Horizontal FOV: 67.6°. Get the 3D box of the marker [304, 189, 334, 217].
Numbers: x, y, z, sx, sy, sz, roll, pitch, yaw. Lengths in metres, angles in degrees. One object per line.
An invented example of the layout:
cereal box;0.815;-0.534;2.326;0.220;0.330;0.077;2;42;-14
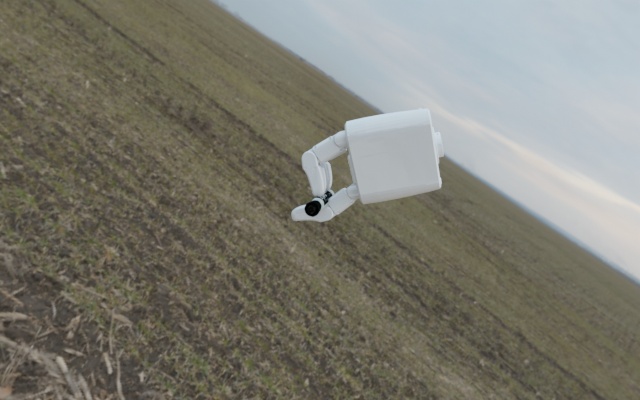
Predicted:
marker;0.000;0.002;0.633;0.020;0.020;0.121;0;9;11
